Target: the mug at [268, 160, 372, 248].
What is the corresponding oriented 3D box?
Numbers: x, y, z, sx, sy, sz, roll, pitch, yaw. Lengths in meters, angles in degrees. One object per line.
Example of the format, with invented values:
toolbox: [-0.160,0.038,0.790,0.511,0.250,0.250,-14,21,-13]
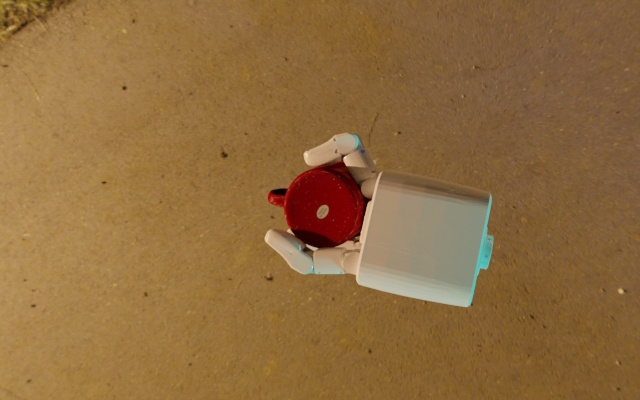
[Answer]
mug: [-0.001,0.001,0.508,0.117,0.093,0.081,11,10,15]
